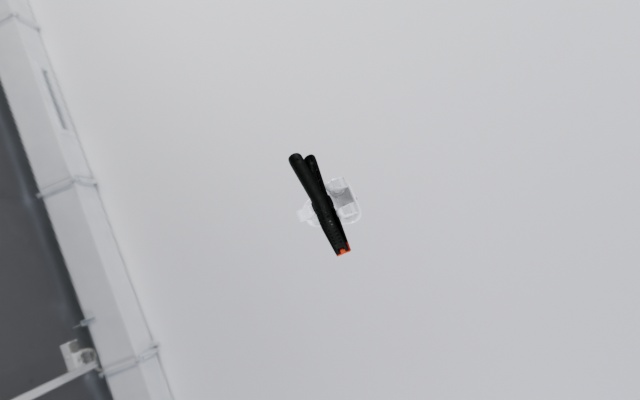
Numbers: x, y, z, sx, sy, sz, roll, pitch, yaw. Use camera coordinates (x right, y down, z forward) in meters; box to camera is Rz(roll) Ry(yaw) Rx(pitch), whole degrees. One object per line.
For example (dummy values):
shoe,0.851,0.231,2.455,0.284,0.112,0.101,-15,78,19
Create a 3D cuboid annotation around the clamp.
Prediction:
clamp,0.000,0.004,0.881,0.036,0.210,0.164,-23,-6,11
